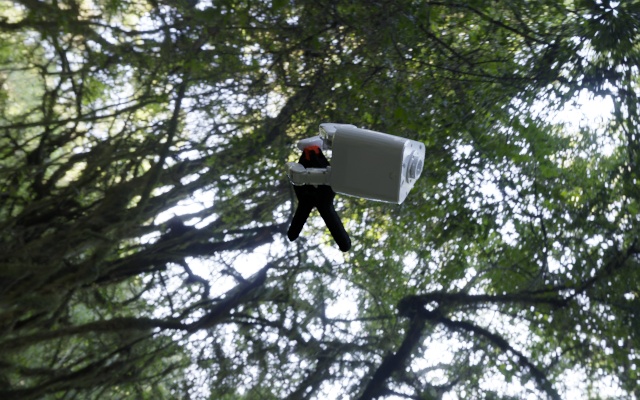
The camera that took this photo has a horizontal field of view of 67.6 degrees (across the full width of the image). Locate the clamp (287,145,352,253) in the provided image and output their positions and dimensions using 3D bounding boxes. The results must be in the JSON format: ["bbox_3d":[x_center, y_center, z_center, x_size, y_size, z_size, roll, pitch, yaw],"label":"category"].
[{"bbox_3d":[0.000,0.002,0.752,0.120,0.171,0.039,14,26,25],"label":"clamp"}]
